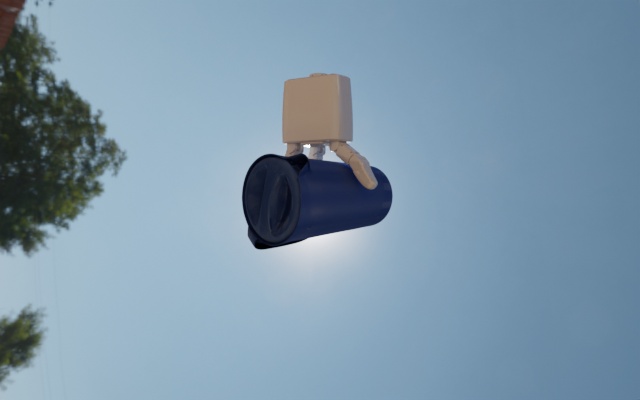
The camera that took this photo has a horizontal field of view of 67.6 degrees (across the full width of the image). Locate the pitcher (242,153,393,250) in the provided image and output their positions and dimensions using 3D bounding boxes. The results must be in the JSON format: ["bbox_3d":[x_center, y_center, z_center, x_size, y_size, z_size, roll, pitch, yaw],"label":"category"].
[{"bbox_3d":[0.000,0.002,0.774,0.149,0.145,0.243,-2,0,44],"label":"pitcher"}]
